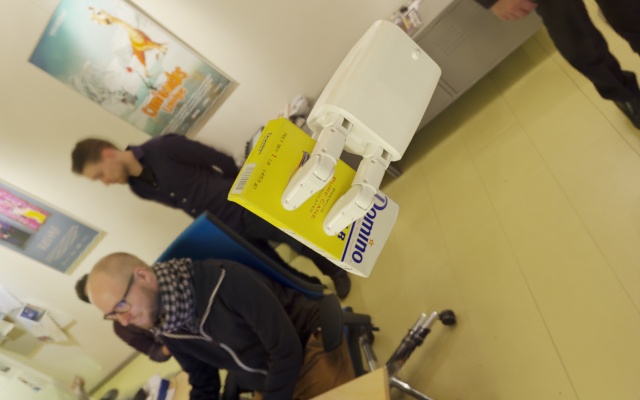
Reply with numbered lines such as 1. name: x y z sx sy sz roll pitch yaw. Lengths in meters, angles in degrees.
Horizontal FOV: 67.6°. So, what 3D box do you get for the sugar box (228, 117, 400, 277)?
1. sugar box: 0.000 0.001 0.502 0.176 0.093 0.048 33 -13 -27
